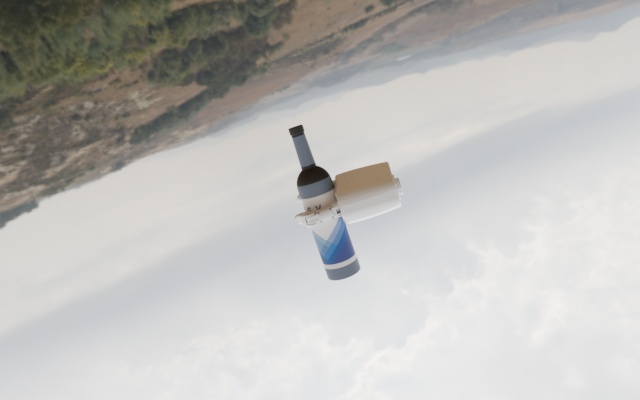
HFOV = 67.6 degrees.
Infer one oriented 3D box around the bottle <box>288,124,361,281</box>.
[{"bbox_3d":[0.000,0.003,0.894,0.069,0.296,0.069,-18,12,4],"label":"bottle"}]
